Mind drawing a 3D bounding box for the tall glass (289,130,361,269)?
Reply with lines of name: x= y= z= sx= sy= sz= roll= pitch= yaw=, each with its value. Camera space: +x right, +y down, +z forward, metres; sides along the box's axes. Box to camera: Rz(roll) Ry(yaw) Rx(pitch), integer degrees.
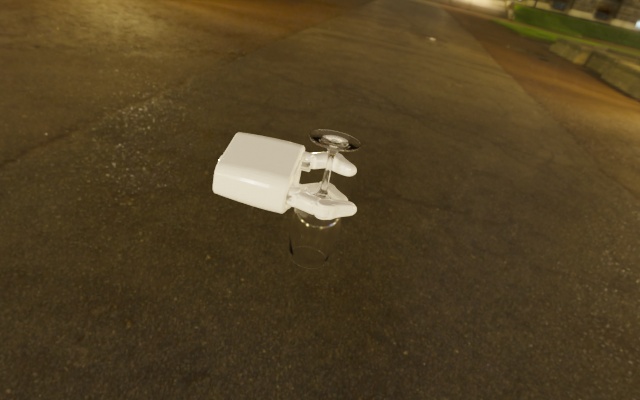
tall glass: x=0.000 y=0.002 z=0.706 sx=0.079 sy=0.201 sz=0.079 roll=10 pitch=27 yaw=-5
